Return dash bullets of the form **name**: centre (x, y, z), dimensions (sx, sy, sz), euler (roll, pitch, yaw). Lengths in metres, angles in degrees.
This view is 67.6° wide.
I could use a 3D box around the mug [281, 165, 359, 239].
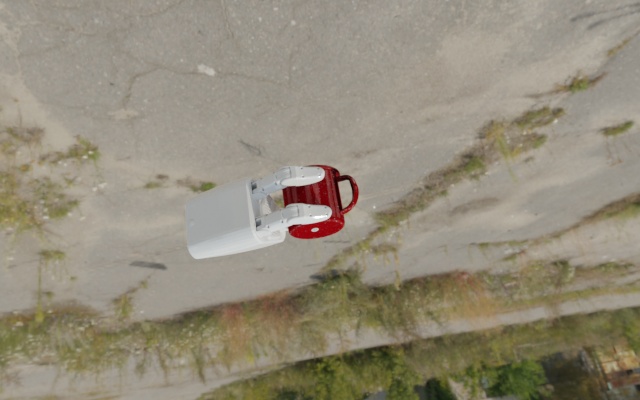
- **mug**: centre (0.001, 0.002, 0.680), dimensions (0.117, 0.081, 0.093), euler (-17, -23, 18)
